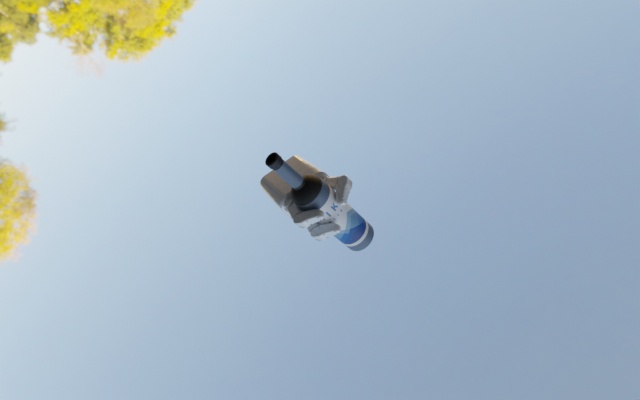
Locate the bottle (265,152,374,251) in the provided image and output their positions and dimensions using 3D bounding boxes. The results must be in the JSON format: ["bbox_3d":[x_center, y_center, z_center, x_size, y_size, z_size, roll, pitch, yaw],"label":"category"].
[{"bbox_3d":[0.000,0.003,0.895,0.069,0.069,0.296,0,-30,40],"label":"bottle"}]
